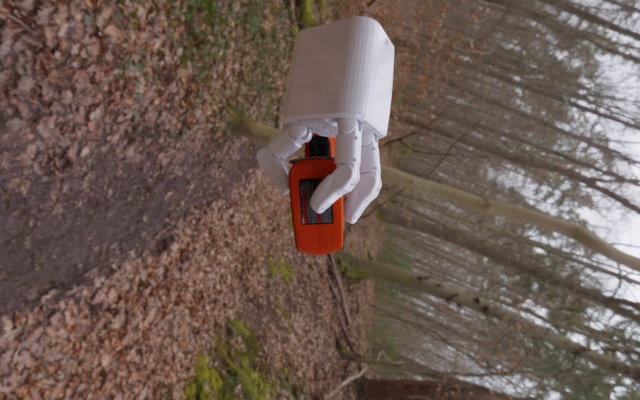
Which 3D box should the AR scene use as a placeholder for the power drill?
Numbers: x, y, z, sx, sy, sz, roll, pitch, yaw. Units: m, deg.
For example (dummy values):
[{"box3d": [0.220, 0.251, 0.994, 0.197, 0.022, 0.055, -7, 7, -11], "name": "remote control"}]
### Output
[{"box3d": [0.000, 0.002, 0.598, 0.057, 0.184, 0.187, -5, 14, 3], "name": "power drill"}]
